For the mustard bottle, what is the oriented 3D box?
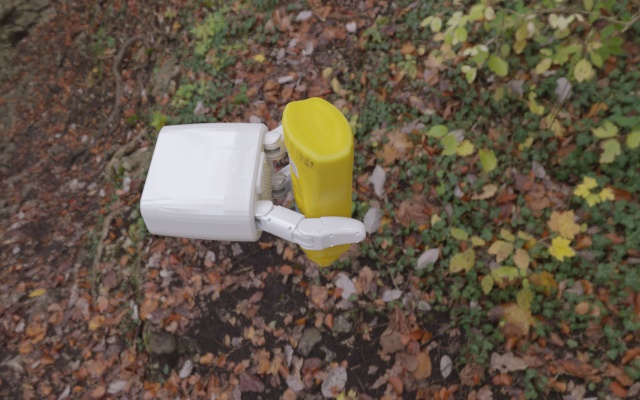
[{"bbox_3d":[0.000,0.001,0.481,0.058,0.192,0.096,-15,46,-13],"label":"mustard bottle"}]
